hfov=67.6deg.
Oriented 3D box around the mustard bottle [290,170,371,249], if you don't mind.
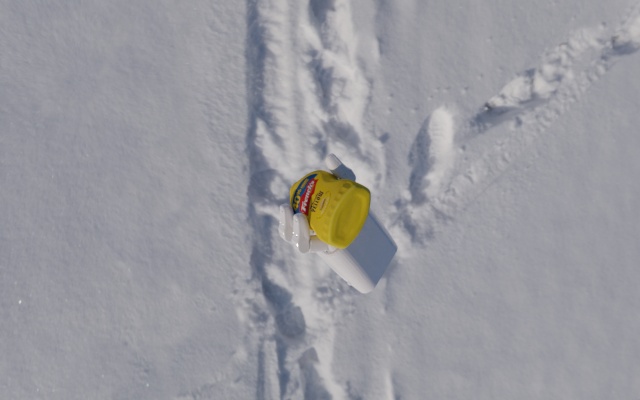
[{"bbox_3d":[0.000,0.002,0.743,0.058,0.096,0.191,22,2,-29],"label":"mustard bottle"}]
